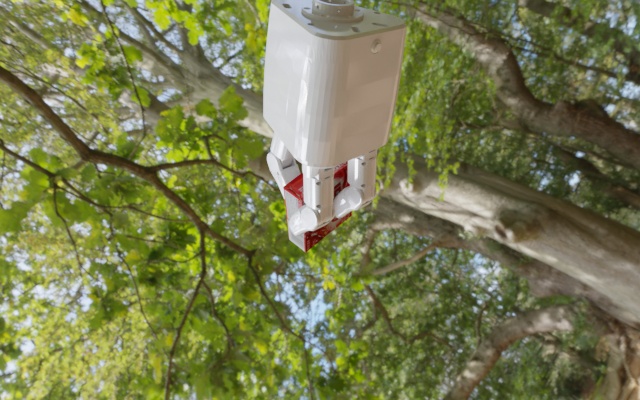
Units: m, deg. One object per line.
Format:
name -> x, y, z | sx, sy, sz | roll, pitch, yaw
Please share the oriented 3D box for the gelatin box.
gelatin box -> 0.000, 0.002, 0.497 | 0.073, 0.089, 0.030 | -37, 57, -27
